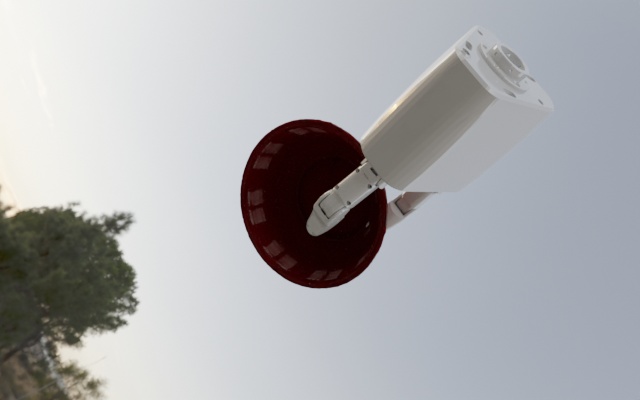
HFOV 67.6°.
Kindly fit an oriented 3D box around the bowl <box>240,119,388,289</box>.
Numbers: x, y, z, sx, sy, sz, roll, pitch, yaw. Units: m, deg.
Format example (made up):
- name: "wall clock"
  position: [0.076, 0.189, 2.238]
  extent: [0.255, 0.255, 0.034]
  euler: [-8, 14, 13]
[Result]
- name: "bowl"
  position: [-0.001, 0.002, 0.471]
  extent: [0.162, 0.162, 0.055]
  euler: [0, 8, 30]
